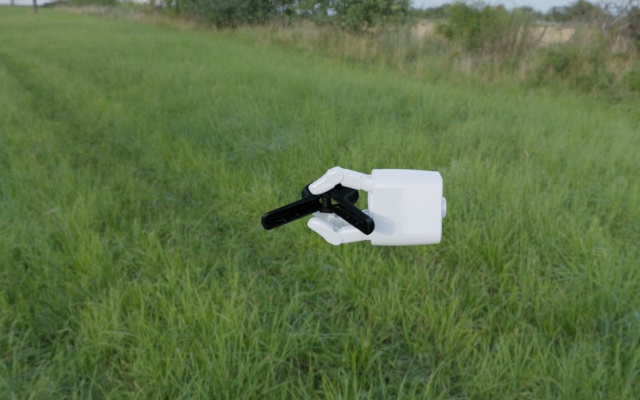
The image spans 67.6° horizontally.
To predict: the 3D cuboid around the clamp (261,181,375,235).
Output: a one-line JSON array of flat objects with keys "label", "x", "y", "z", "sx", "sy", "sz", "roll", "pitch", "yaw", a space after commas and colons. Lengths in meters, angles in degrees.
[{"label": "clamp", "x": 0.000, "y": 0.002, "z": 0.762, "sx": 0.164, "sy": 0.036, "sz": 0.210, "roll": 1, "pitch": 21, "yaw": 3}]
